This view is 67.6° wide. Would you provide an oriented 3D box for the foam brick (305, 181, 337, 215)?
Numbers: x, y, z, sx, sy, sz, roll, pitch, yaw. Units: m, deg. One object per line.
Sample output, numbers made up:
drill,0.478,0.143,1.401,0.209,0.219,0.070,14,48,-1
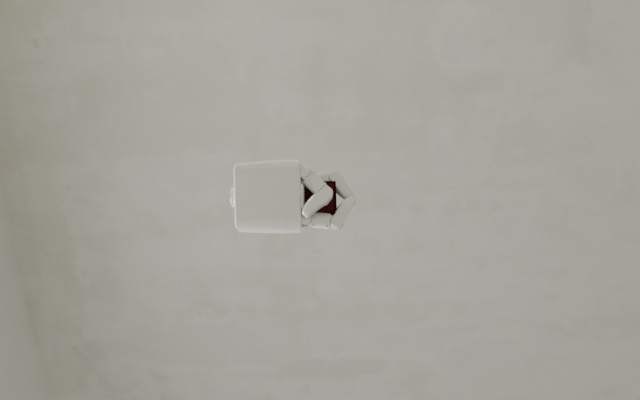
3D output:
foam brick,0.000,0.003,0.802,0.051,0.053,0.078,-2,-16,0
